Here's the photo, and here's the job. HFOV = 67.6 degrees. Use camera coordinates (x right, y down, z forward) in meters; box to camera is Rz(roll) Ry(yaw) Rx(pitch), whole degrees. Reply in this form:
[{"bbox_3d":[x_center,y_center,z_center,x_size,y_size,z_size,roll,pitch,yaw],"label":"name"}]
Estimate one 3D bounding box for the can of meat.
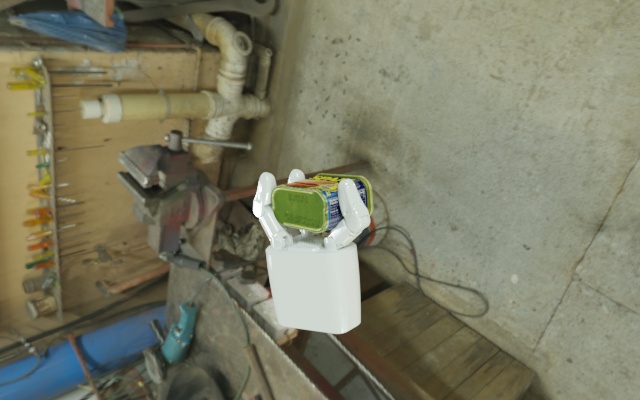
[{"bbox_3d":[0.000,0.002,0.601,0.102,0.057,0.084,8,17,44],"label":"can of meat"}]
